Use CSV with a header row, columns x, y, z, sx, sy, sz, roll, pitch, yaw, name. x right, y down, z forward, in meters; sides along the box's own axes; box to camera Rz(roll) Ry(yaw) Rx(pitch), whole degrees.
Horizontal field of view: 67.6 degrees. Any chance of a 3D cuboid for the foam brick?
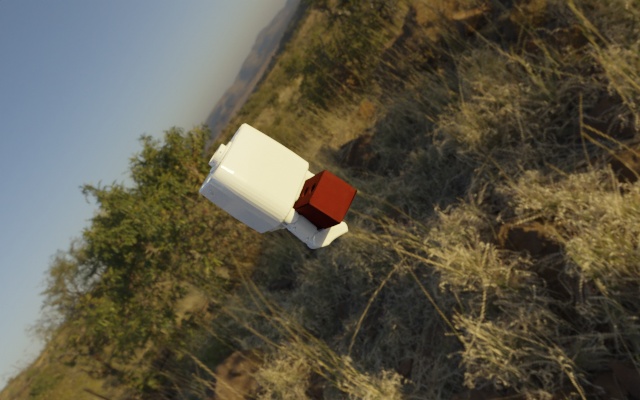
x,y,z,sx,sy,sz,roll,pitch,yaw,name
0.000,0.002,0.624,0.051,0.053,0.078,34,-24,-16,foam brick
